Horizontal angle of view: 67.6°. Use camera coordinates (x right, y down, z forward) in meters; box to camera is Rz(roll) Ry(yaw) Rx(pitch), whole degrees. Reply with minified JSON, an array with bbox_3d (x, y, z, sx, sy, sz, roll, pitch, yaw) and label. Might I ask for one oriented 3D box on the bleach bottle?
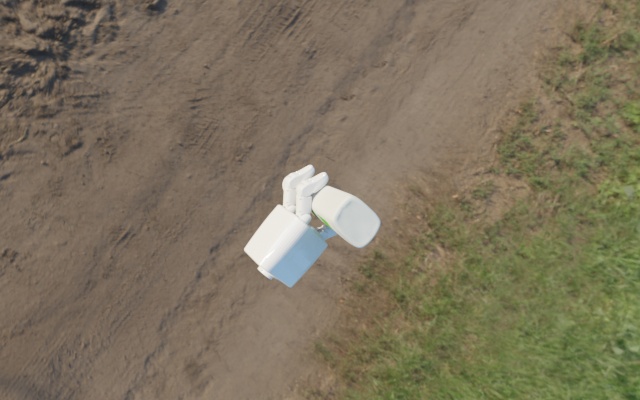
[{"bbox_3d":[0.000,0.003,0.892,0.103,0.068,0.250,42,-7,-33],"label":"bleach bottle"}]
